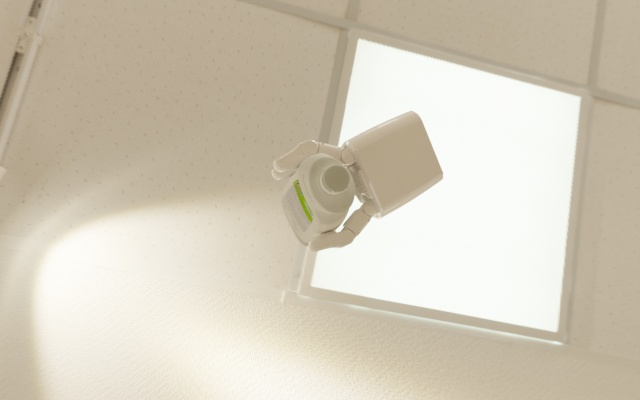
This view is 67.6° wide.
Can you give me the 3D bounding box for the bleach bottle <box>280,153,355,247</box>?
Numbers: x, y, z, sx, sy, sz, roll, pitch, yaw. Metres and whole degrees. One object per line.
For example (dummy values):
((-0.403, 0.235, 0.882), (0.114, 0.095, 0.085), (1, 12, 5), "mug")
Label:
((0.000, 0.002, 0.621), (0.068, 0.102, 0.251), (-28, -3, -13), "bleach bottle")
